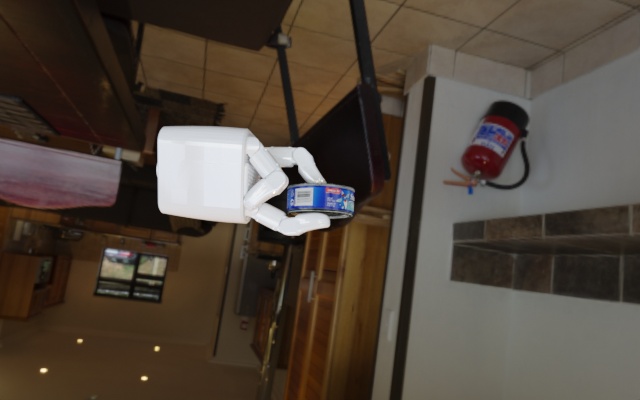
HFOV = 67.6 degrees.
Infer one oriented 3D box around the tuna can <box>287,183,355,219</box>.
[{"bbox_3d":[0.000,0.003,0.603,0.086,0.033,0.086,2,-8,0],"label":"tuna can"}]
